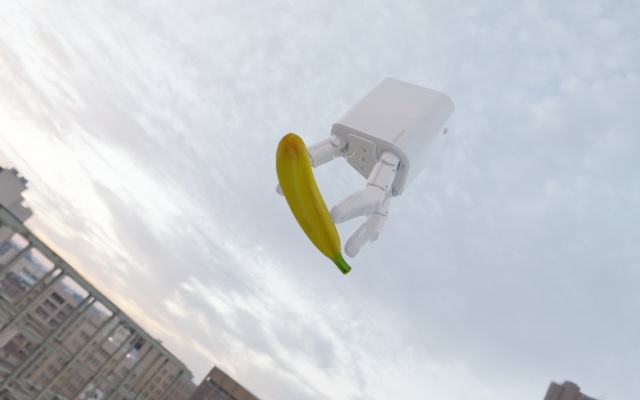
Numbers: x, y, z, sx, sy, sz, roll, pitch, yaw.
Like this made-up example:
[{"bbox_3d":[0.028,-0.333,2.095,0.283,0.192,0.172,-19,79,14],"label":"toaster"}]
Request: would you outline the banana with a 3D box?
[{"bbox_3d":[-0.011,-0.002,0.513,0.037,0.198,0.069,-43,43,-20],"label":"banana"}]
